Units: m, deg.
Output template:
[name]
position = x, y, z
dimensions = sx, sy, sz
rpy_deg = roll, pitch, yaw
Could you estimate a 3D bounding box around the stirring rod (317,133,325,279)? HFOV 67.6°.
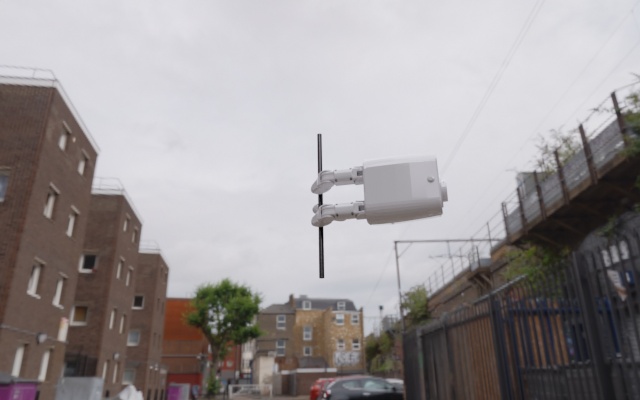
[stirring rod]
position = 0.000, 0.003, 0.748
dimensions = 0.011, 0.239, 0.011
rpy_deg = -1, -22, 0
